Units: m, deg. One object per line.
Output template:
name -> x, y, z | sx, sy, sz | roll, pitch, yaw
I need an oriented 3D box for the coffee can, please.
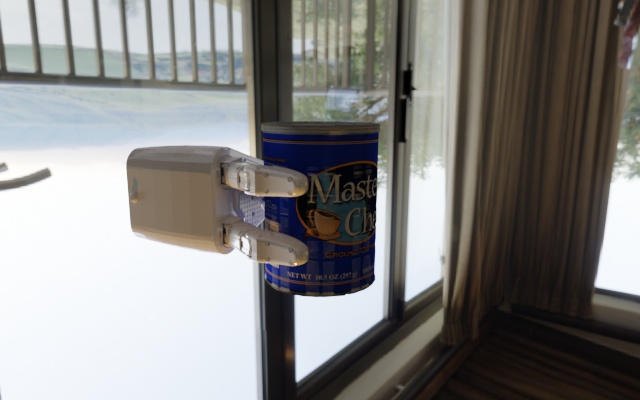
coffee can -> 0.000, 0.001, 0.427 | 0.103, 0.140, 0.103 | 0, 11, 0
